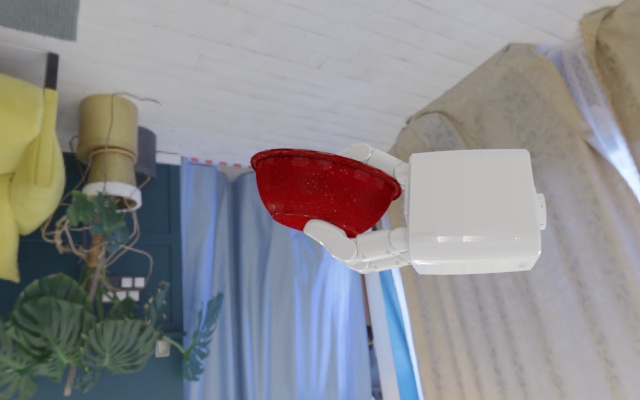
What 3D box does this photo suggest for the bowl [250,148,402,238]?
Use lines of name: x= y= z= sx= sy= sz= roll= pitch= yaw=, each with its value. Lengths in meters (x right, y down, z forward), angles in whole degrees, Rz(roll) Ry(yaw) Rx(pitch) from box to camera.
bowl: x=-0.001 y=0.002 z=0.496 sx=0.162 sy=0.055 sz=0.162 roll=12 pitch=-14 yaw=3
